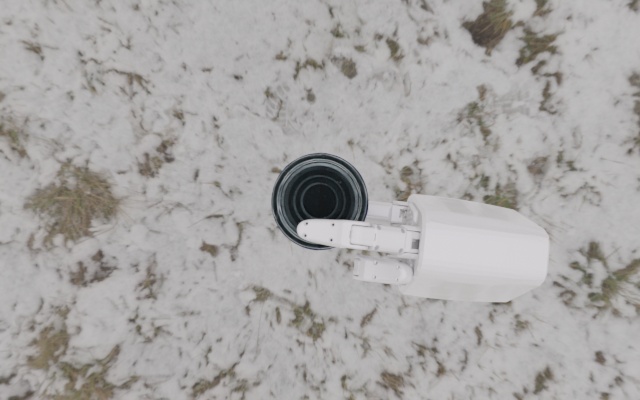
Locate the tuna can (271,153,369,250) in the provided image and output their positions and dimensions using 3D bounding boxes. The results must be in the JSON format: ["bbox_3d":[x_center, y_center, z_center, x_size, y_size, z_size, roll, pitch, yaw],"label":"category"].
[{"bbox_3d":[0.000,0.001,0.423,0.086,0.086,0.034,0,-3,4],"label":"tuna can"}]
